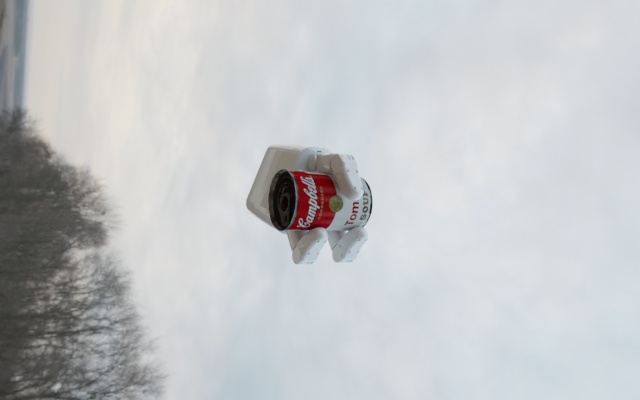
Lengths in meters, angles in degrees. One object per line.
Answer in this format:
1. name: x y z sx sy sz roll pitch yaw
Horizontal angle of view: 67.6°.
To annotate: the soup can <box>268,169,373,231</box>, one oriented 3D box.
1. soup can: 0.001 0.002 0.549 0.102 0.068 0.068 3 -2 -31
